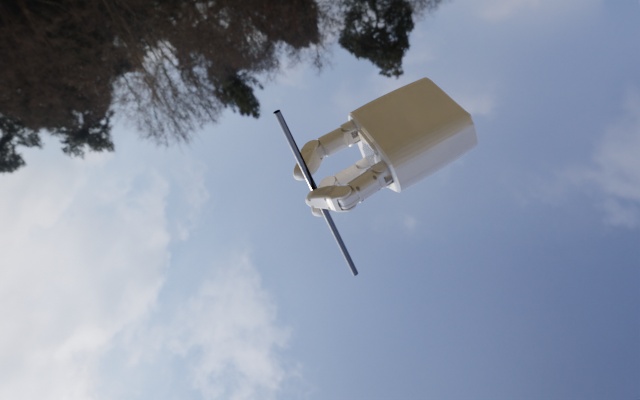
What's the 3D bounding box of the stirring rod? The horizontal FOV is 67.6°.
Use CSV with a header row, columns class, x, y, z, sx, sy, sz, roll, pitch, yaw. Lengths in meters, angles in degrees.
class,x,y,z,sx,sy,sz,roll,pitch,yaw
stirring rod,0.000,0.002,0.548,0.011,0.240,0.011,-18,33,12
